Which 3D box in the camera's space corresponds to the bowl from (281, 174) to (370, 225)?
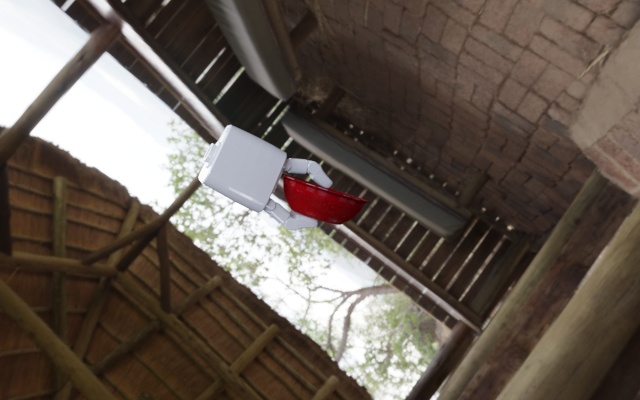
[{"bbox_3d":[0.001,0.004,0.826,0.162,0.055,0.162,17,3,-1],"label":"bowl"}]
